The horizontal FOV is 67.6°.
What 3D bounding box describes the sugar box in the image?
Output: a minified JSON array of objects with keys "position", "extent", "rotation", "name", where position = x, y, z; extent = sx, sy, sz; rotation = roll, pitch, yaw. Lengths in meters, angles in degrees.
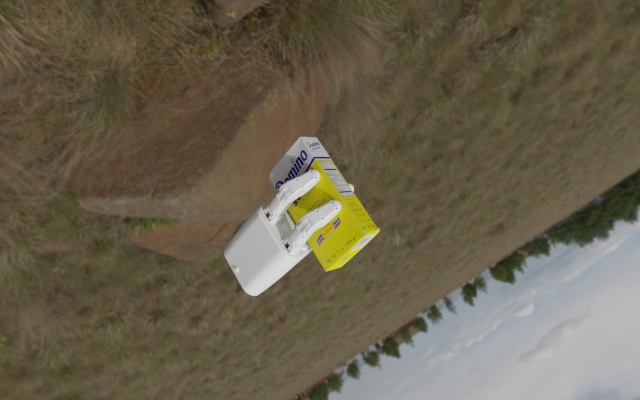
[{"position":[0.000,0.002,0.688],"extent":[0.048,0.176,0.093],"rotation":[-9,-31,-52],"name":"sugar box"}]
